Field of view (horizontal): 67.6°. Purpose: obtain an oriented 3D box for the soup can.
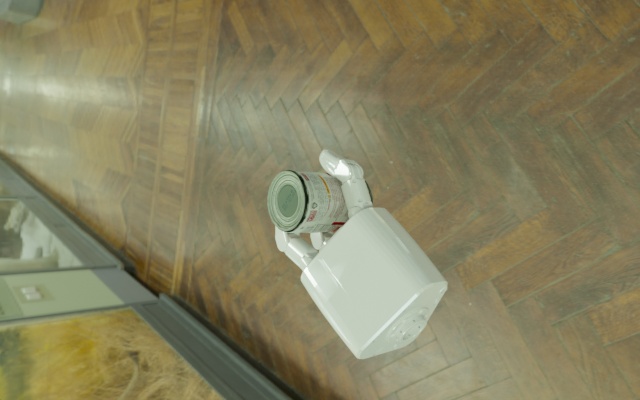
[{"bbox_3d":[0.000,0.001,0.538,0.102,0.068,0.068,1,-1,-42],"label":"soup can"}]
